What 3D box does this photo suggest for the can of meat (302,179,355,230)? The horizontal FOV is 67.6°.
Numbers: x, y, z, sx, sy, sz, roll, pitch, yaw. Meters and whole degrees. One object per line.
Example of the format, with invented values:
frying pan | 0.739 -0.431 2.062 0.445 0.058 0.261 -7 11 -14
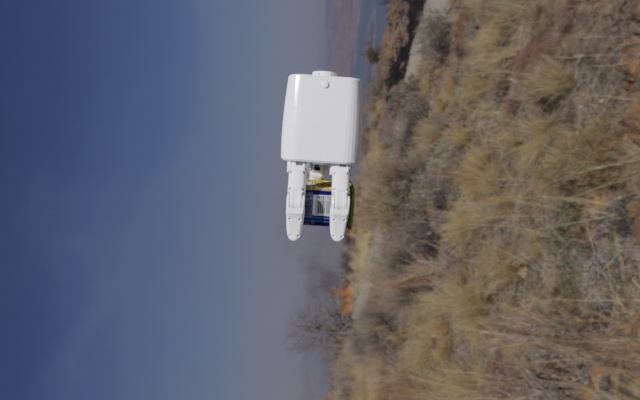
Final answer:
can of meat | 0.000 0.002 0.651 0.084 0.057 0.102 4 10 -2
